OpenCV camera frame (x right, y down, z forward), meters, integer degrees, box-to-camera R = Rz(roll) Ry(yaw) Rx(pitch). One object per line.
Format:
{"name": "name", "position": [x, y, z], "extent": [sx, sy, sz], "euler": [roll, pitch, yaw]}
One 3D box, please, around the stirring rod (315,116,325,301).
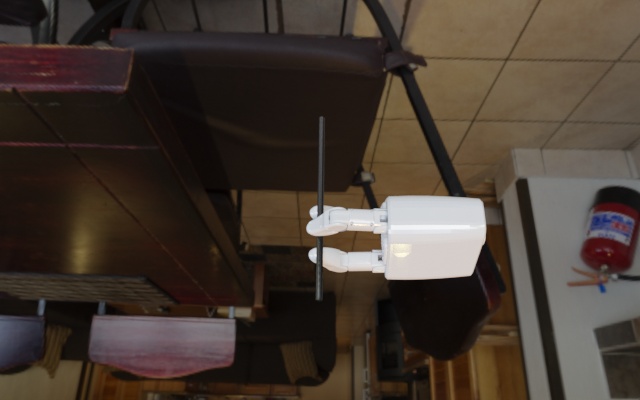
{"name": "stirring rod", "position": [0.000, 0.002, 0.585], "extent": [0.011, 0.239, 0.011], "euler": [1, -23, 0]}
